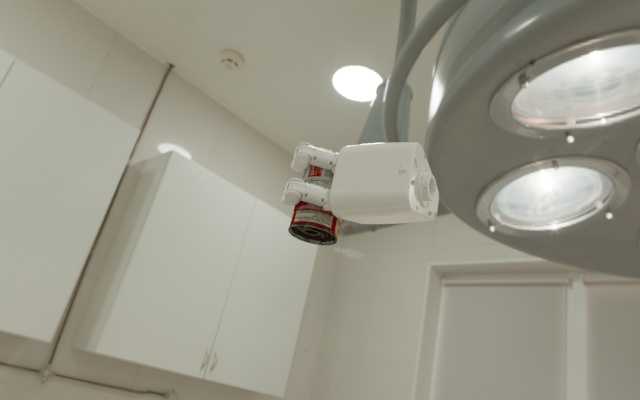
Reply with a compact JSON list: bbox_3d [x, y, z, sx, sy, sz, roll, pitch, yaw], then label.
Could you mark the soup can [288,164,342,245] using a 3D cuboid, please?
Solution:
[{"bbox_3d":[0.000,0.002,0.658,0.068,0.102,0.068,11,-23,5],"label":"soup can"}]
